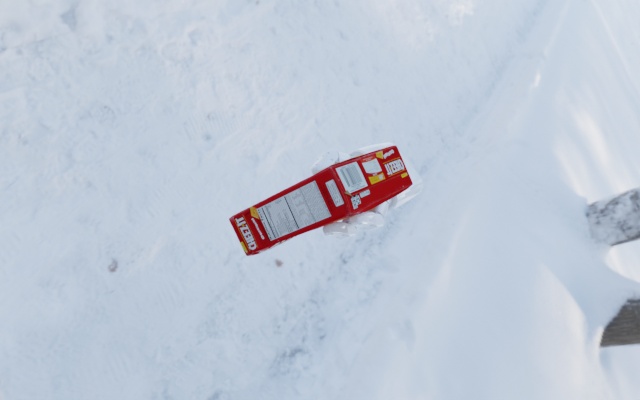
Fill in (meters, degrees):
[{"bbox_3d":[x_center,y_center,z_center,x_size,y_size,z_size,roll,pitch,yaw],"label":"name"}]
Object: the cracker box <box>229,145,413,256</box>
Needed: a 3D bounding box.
[{"bbox_3d":[0.000,0.002,0.687,0.214,0.072,0.164,-25,-1,40],"label":"cracker box"}]
